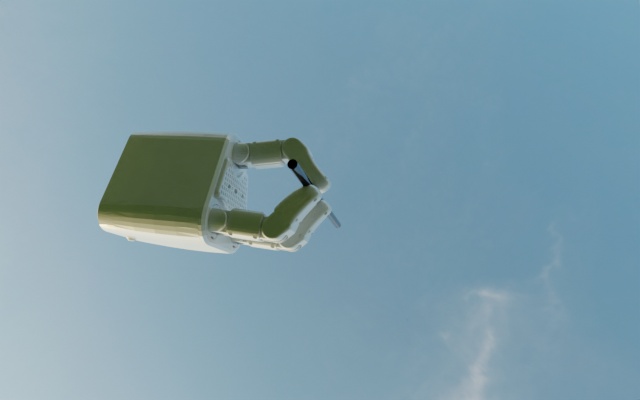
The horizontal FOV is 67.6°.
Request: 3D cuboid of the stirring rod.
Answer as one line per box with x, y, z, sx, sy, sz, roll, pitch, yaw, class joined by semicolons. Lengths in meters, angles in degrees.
0.000;0.001;0.471;0.011;0.011;0.239;0;-14;10;stirring rod
